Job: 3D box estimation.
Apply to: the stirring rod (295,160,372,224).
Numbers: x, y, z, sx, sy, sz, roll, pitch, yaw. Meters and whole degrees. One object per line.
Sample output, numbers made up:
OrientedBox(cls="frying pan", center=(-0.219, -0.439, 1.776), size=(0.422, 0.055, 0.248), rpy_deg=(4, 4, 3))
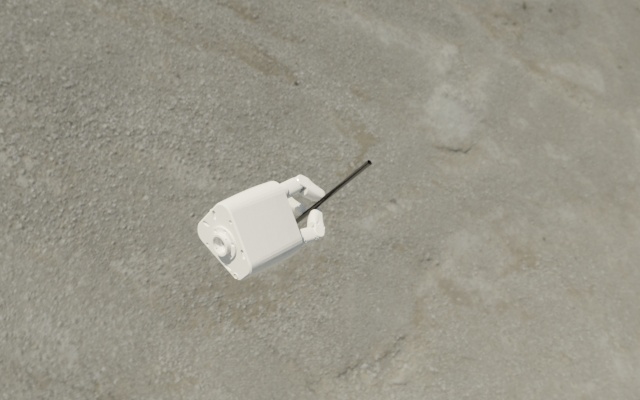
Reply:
OrientedBox(cls="stirring rod", center=(0.000, 0.003, 0.762), size=(0.011, 0.011, 0.240), rpy_deg=(0, -28, -41))
